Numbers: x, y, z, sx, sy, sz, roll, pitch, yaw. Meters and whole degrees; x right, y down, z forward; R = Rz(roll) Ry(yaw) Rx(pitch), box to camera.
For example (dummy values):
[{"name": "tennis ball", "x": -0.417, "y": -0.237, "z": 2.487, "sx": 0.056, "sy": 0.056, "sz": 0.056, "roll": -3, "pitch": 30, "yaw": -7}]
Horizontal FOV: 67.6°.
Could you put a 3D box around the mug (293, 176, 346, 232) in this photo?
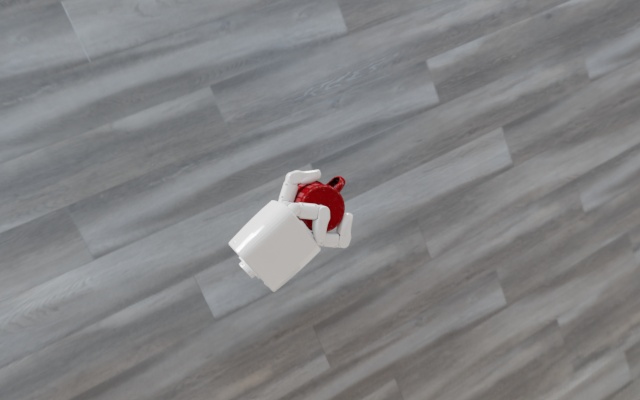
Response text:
[{"name": "mug", "x": 0.001, "y": 0.002, "z": 0.829, "sx": 0.117, "sy": 0.093, "sz": 0.081, "roll": -44, "pitch": 16, "yaw": -11}]
